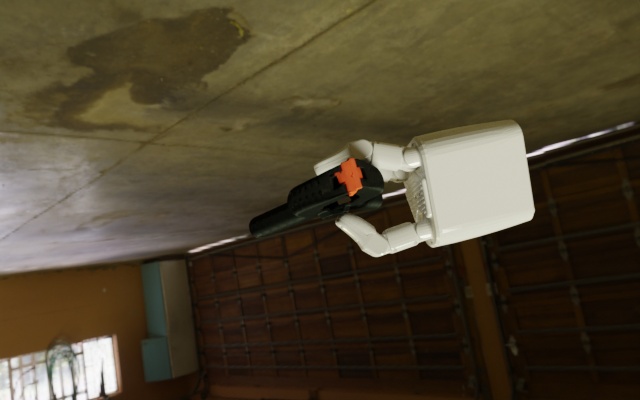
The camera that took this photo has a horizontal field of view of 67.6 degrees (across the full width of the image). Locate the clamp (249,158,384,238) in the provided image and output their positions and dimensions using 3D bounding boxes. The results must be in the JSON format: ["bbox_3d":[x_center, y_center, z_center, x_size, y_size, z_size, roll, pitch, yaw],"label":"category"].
[{"bbox_3d":[0.001,0.002,0.487,0.164,0.036,0.210,-16,-8,-5],"label":"clamp"}]
